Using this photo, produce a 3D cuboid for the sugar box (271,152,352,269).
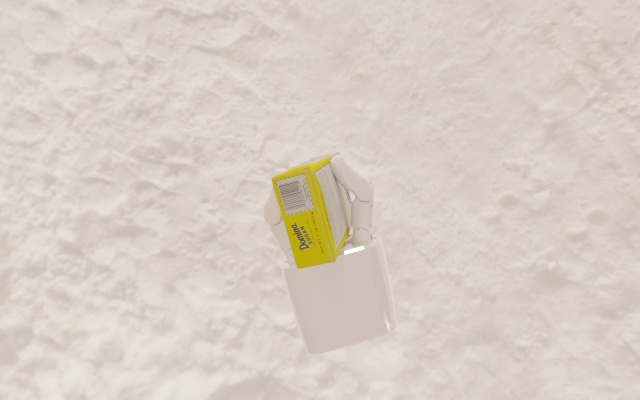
[{"bbox_3d":[0.000,0.002,0.523,0.048,0.093,0.176,-13,7,11],"label":"sugar box"}]
